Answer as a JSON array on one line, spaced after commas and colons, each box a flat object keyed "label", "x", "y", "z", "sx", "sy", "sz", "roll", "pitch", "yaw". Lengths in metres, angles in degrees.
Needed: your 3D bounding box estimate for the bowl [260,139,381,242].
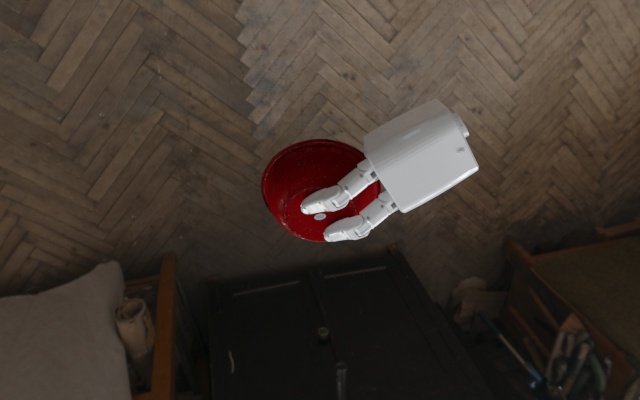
[{"label": "bowl", "x": -0.001, "y": 0.003, "z": 0.623, "sx": 0.162, "sy": 0.162, "sz": 0.055, "roll": 0, "pitch": 40, "yaw": 1}]
